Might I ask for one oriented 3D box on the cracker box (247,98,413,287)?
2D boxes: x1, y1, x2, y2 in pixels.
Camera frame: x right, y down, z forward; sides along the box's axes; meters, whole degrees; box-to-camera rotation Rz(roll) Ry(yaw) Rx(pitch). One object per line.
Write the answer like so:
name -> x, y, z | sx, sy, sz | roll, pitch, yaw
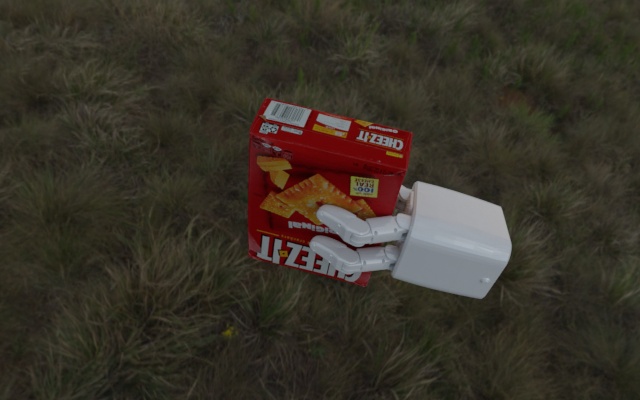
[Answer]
cracker box -> 0.000, 0.002, 0.559 | 0.164, 0.072, 0.214 | 14, -44, 4
